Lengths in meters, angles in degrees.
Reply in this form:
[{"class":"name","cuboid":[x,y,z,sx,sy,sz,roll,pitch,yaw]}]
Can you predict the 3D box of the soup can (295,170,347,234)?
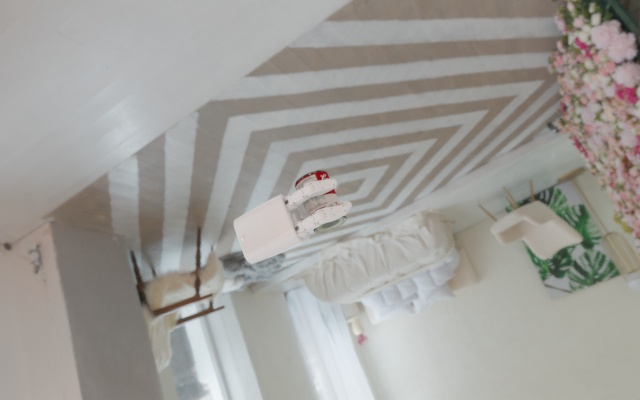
[{"class":"soup can","cuboid":[0.001,0.003,0.900,0.068,0.102,0.068,-20,-20,-8]}]
